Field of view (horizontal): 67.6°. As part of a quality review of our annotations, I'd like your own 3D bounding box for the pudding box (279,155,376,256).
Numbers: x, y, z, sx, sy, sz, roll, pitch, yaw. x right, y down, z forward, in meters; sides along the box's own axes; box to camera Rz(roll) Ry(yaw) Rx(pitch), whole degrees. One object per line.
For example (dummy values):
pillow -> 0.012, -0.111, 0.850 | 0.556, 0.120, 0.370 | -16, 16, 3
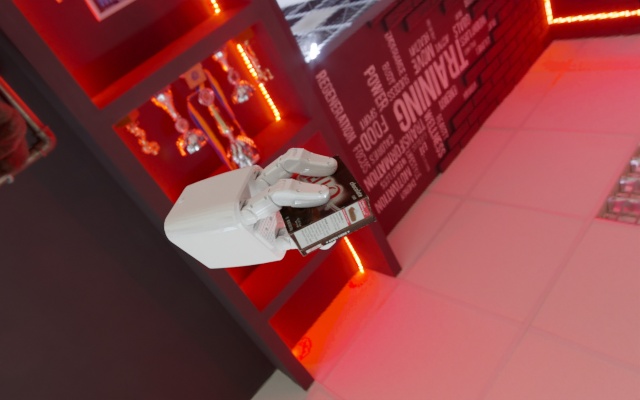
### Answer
pudding box -> 0.000, 0.002, 0.531 | 0.090, 0.039, 0.113 | -27, 34, -1
